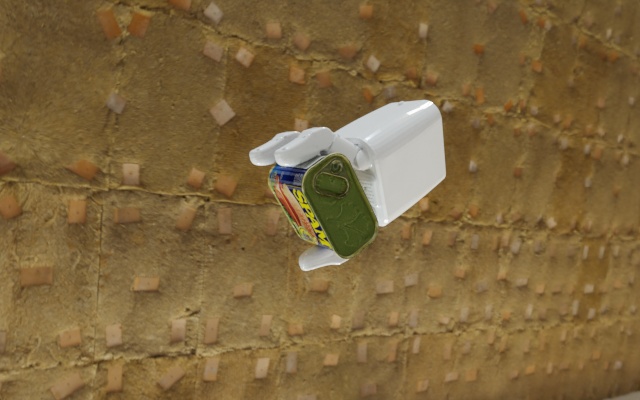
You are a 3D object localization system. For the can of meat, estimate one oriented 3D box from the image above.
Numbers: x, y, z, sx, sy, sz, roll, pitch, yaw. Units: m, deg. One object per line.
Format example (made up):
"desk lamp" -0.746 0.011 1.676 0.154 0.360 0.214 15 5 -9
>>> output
"can of meat" 0.000 0.002 0.485 0.057 0.102 0.084 -37 24 -22
